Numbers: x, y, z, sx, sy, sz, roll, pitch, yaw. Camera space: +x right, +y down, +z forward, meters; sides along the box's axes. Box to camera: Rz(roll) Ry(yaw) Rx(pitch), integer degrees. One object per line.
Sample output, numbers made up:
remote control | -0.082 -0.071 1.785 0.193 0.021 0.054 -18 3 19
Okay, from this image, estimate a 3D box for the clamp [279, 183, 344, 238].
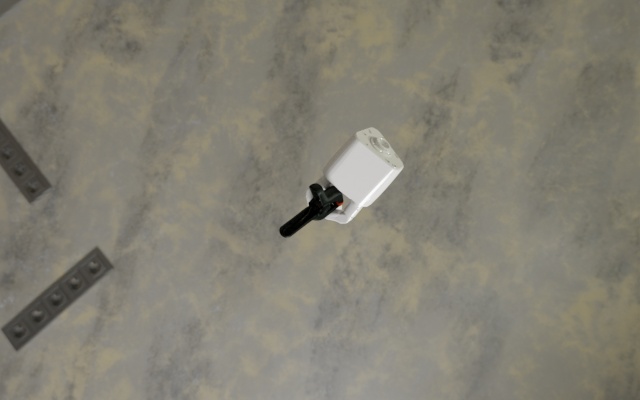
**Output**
clamp | 0.001 0.003 0.892 0.120 0.039 0.171 -50 -13 34
